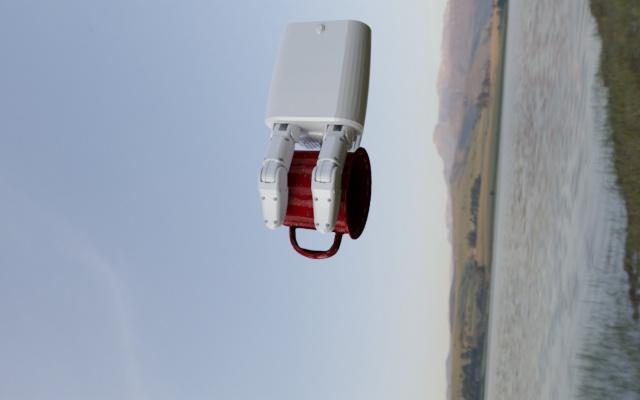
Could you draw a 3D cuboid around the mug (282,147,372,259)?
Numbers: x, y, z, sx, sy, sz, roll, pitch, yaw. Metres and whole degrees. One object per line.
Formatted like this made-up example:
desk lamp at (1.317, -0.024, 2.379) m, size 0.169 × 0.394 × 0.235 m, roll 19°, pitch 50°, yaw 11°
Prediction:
mug at (0.000, 0.003, 0.487) m, size 0.081 × 0.117 × 0.093 m, roll 5°, pitch -12°, yaw 20°
